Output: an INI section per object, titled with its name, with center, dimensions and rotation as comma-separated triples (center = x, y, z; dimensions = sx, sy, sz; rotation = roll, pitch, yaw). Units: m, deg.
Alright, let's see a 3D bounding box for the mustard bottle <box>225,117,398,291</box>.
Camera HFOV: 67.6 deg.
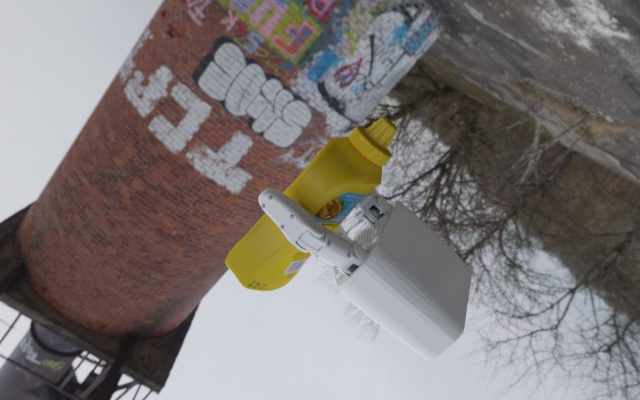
[mustard bottle]
center = 0.000, 0.001, 0.439
dimensions = 0.192, 0.058, 0.096
rotation = -48, -19, 20
